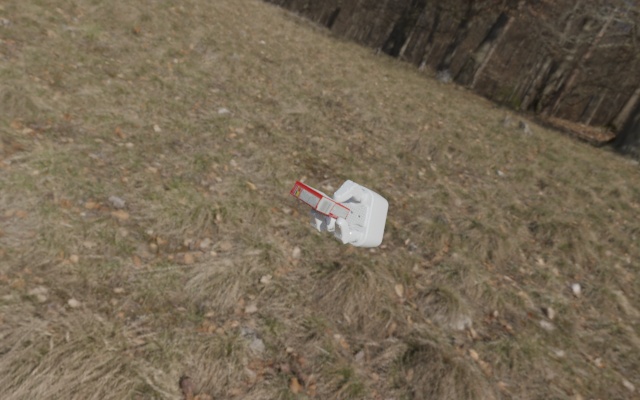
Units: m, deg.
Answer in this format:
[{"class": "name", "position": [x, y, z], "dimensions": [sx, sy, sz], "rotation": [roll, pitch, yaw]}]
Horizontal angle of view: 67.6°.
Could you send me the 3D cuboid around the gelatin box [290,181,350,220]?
[{"class": "gelatin box", "position": [0.000, 0.002, 0.850], "dimensions": [0.073, 0.030, 0.089], "rotation": [32, 4, 40]}]
